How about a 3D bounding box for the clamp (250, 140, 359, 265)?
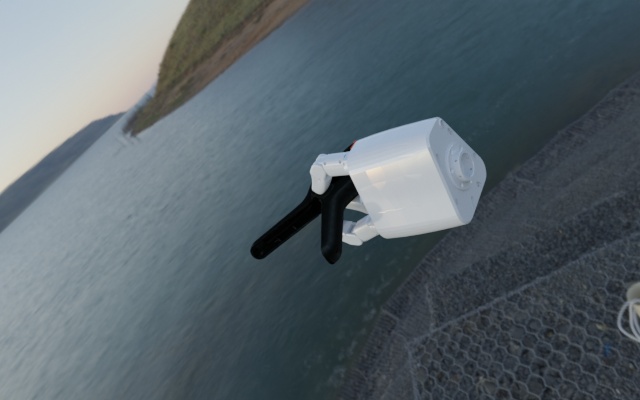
[{"bbox_3d":[0.000,0.001,0.632,0.164,0.210,0.036,-10,-51,44],"label":"clamp"}]
